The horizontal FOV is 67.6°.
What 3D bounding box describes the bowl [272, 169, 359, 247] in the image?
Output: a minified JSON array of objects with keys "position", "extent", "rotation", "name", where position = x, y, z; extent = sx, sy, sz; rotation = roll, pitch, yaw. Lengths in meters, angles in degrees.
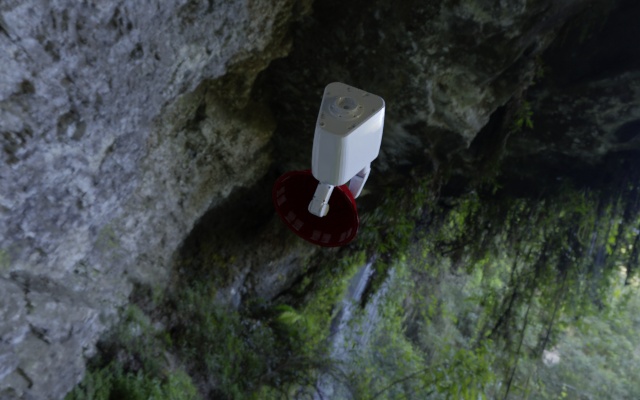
[{"position":[0.000,0.003,0.819],"extent":[0.162,0.162,0.055],"rotation":[0,36,33],"name":"bowl"}]
